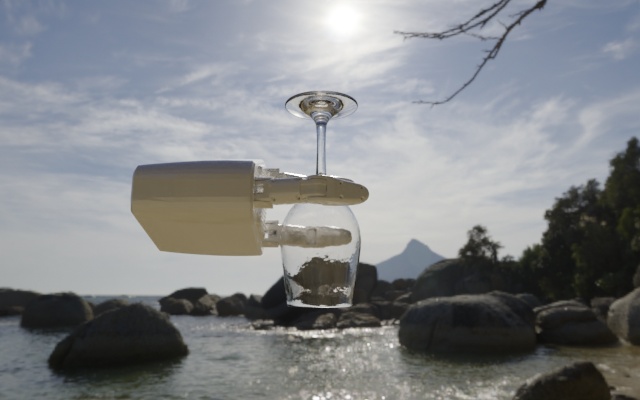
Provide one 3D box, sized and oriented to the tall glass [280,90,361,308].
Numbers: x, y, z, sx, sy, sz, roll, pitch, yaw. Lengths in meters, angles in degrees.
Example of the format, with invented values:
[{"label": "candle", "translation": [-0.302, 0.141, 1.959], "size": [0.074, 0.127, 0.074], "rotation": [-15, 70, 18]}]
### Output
[{"label": "tall glass", "translation": [0.000, 0.001, 0.465], "size": [0.079, 0.201, 0.079], "rotation": [0, -11, 0]}]
